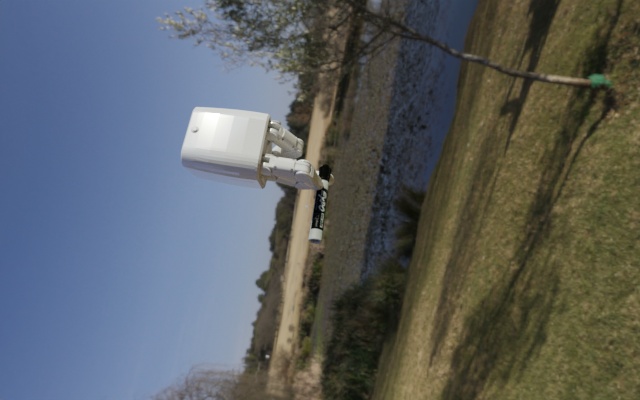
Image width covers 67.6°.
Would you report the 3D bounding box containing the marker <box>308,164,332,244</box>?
[{"bbox_3d":[0.000,0.002,0.676,0.020,0.121,0.020,7,-26,3],"label":"marker"}]
